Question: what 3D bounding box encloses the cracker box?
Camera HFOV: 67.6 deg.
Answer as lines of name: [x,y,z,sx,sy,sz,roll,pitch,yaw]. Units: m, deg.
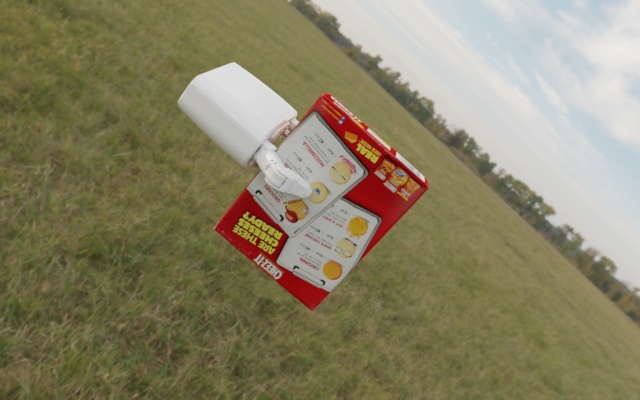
cracker box: [0.000,0.002,0.591,0.164,0.214,0.072,40,16,-2]
